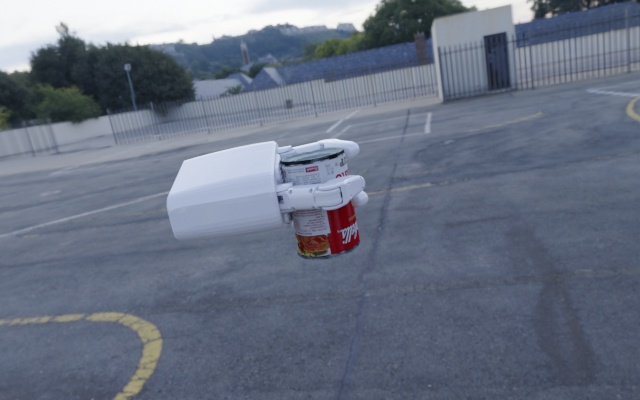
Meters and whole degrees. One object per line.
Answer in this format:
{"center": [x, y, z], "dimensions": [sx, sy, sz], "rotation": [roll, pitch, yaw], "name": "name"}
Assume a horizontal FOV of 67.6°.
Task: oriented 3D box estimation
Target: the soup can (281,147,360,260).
{"center": [0.001, 0.001, 0.495], "dimensions": [0.068, 0.102, 0.068], "rotation": [-10, 13, 2], "name": "soup can"}
